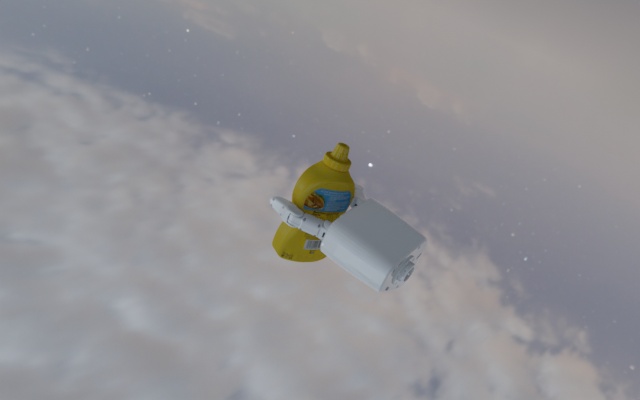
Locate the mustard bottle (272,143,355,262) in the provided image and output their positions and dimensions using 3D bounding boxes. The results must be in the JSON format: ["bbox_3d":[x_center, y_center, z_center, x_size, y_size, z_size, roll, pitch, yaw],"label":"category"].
[{"bbox_3d":[0.000,0.002,0.715,0.096,0.192,0.058,5,30,-34],"label":"mustard bottle"}]
